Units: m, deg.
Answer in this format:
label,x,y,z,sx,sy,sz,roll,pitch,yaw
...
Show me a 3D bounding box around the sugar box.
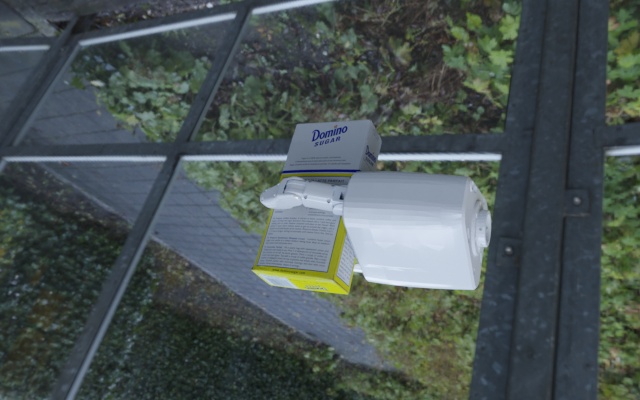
label,x,y,z,sx,sy,sz,roll,pitch,yaw
sugar box,0.000,0.002,0.489,0.093,0.176,0.048,2,-29,28
